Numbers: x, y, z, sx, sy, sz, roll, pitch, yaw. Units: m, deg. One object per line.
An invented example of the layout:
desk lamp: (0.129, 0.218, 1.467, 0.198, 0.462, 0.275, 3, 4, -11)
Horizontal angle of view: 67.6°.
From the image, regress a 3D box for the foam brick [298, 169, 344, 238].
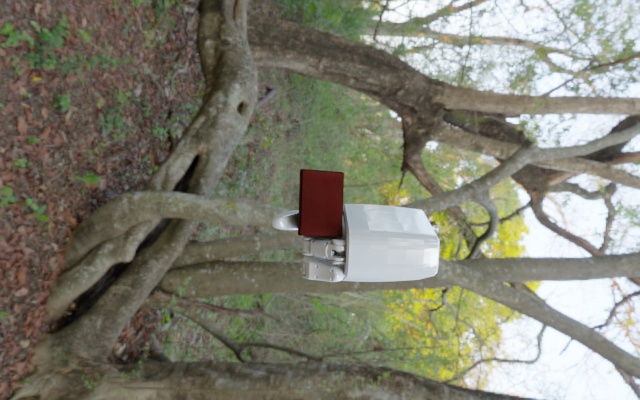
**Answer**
foam brick: (0.000, 0.002, 0.574, 0.051, 0.078, 0.053, 2, 4, -1)
